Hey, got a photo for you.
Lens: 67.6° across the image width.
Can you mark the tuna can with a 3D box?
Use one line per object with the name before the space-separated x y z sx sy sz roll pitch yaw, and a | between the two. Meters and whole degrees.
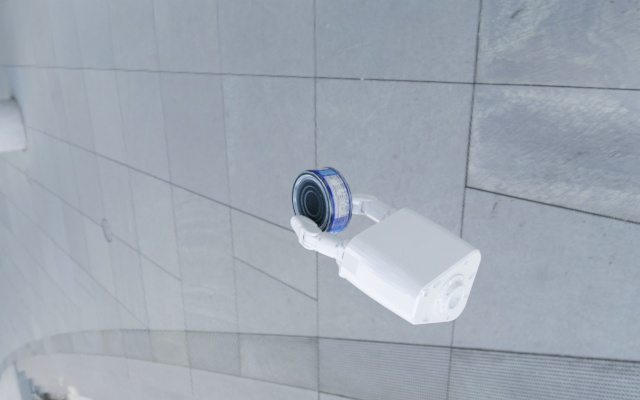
tuna can | 0.000 0.002 0.598 0.034 0.086 0.086 -12 7 -36
